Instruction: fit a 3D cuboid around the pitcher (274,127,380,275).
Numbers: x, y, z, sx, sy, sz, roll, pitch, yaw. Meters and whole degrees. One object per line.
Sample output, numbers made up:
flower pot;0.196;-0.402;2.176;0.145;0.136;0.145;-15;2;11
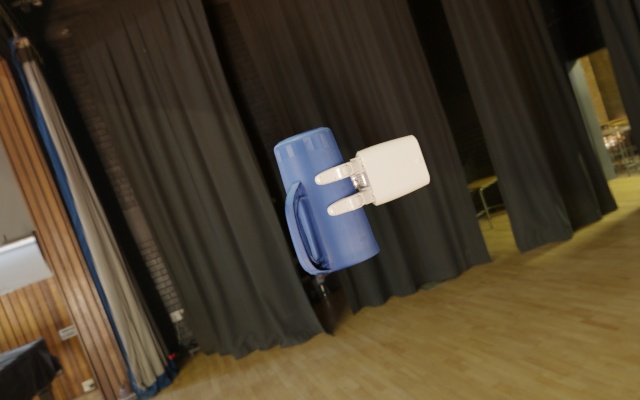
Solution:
pitcher;0.000;0.003;0.837;0.145;0.243;0.149;-20;3;-7
